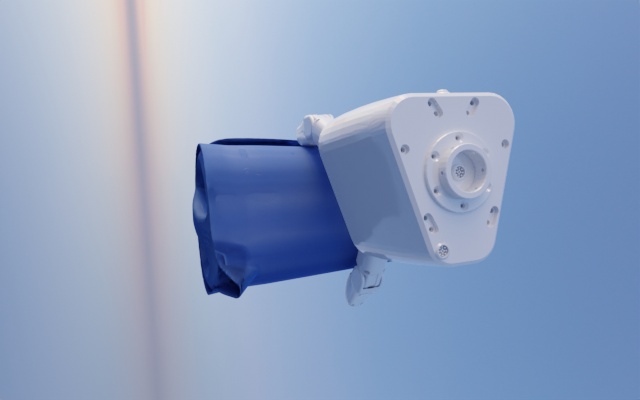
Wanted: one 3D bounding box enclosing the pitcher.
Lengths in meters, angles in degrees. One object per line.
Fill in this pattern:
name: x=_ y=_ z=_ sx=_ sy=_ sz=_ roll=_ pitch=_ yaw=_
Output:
pitcher: x=0.000 y=0.002 z=0.465 sx=0.243 sy=0.149 sz=0.145 roll=-4 pitch=-2 yaw=-19
